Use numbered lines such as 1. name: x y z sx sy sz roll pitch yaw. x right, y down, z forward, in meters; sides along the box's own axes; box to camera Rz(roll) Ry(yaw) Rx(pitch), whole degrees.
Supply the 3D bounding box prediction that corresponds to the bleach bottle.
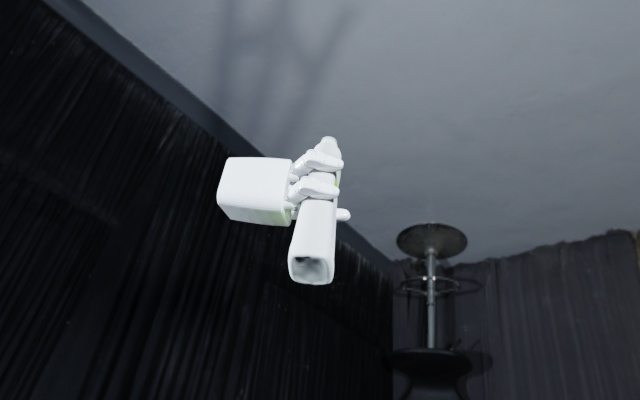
1. bleach bottle: 0.000 0.003 0.776 0.068 0.250 0.103 5 -36 5
